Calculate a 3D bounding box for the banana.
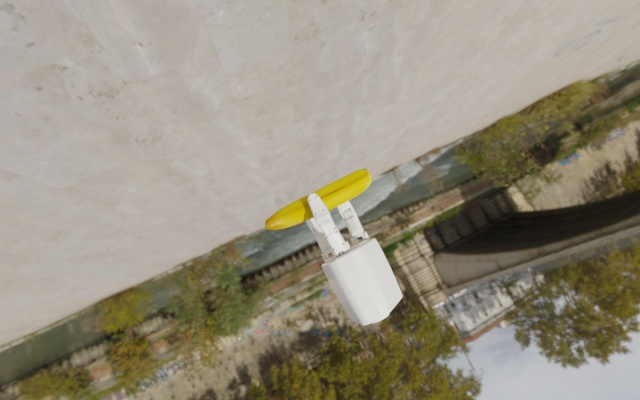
[{"bbox_3d":[0.008,-0.002,0.742,0.198,0.037,0.069,-27,-2,-19],"label":"banana"}]
